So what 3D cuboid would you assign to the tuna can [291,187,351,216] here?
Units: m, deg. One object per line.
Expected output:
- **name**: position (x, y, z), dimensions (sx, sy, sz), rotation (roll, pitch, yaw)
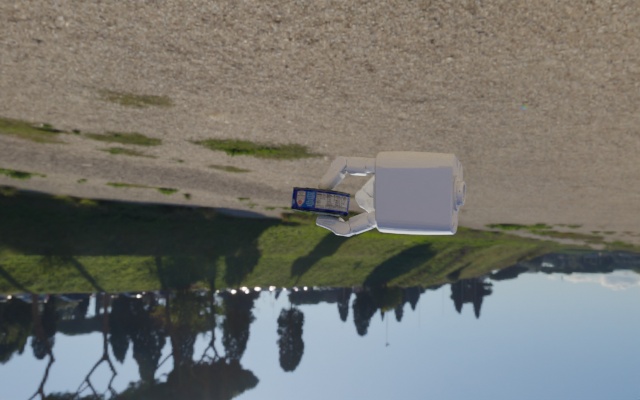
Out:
- **tuna can**: position (0.000, 0.003, 0.701), dimensions (0.086, 0.034, 0.086), rotation (7, -3, 0)
